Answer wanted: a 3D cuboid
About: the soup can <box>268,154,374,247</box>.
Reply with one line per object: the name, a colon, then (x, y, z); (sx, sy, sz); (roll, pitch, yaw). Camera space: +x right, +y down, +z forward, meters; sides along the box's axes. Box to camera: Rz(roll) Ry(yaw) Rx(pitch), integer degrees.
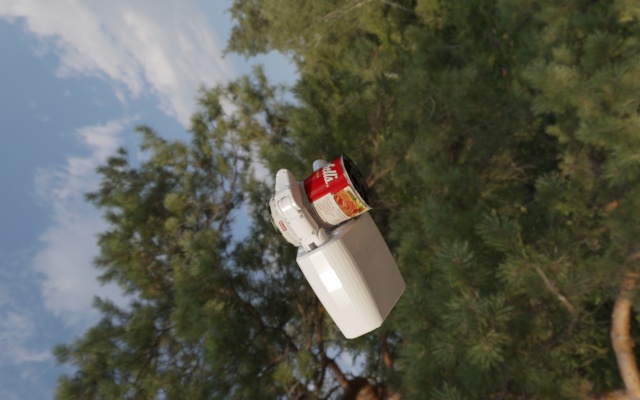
soup can: (0.000, 0.002, 0.542); (0.102, 0.068, 0.068); (-29, -10, 18)
